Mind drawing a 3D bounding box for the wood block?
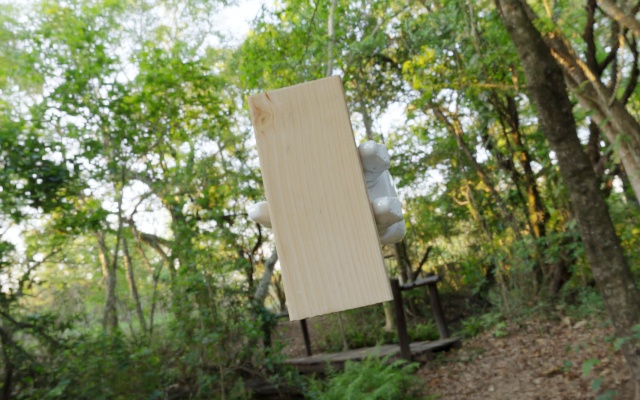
[{"bbox_3d":[0.000,0.002,0.457,0.091,0.206,0.090,-13,-11,3],"label":"wood block"}]
